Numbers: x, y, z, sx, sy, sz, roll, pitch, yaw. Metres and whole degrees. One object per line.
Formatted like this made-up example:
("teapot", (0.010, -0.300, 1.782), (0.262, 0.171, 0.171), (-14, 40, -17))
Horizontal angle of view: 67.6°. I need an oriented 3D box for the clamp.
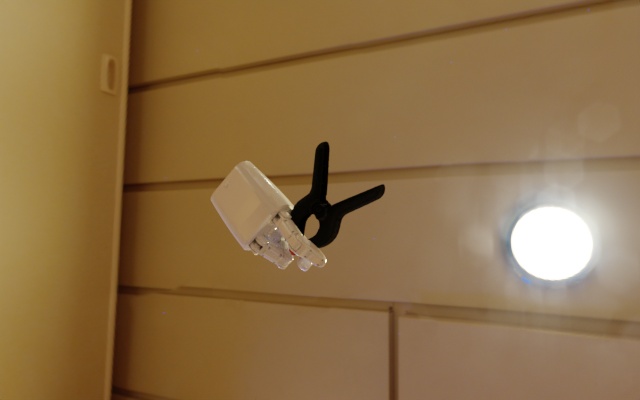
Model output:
("clamp", (0.000, 0.003, 0.701), (0.171, 0.120, 0.039), (-47, -23, 16))
